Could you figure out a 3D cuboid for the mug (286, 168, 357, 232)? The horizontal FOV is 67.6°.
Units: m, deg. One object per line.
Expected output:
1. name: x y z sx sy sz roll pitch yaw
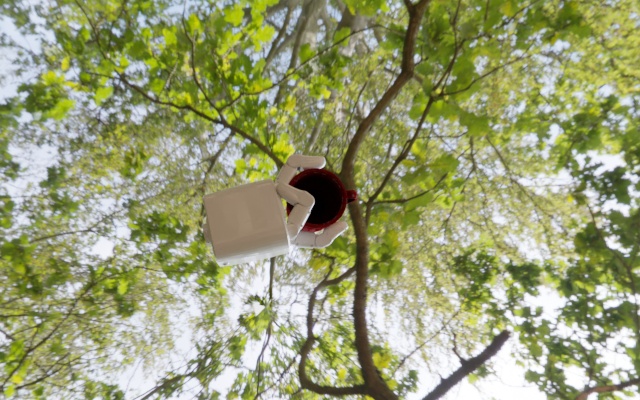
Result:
1. mug: 0.001 0.002 0.755 0.117 0.093 0.081 -12 -11 -11
